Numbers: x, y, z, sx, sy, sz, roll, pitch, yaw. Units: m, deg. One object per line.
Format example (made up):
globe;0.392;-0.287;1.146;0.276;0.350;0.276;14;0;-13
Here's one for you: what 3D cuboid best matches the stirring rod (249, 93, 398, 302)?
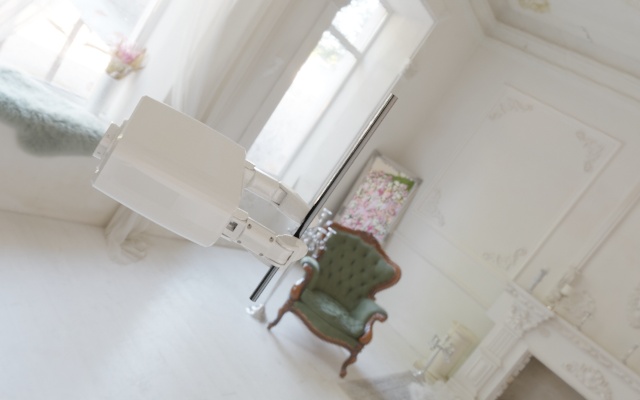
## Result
stirring rod;0.000;0.002;0.457;0.011;0.239;0.011;34;9;-6
